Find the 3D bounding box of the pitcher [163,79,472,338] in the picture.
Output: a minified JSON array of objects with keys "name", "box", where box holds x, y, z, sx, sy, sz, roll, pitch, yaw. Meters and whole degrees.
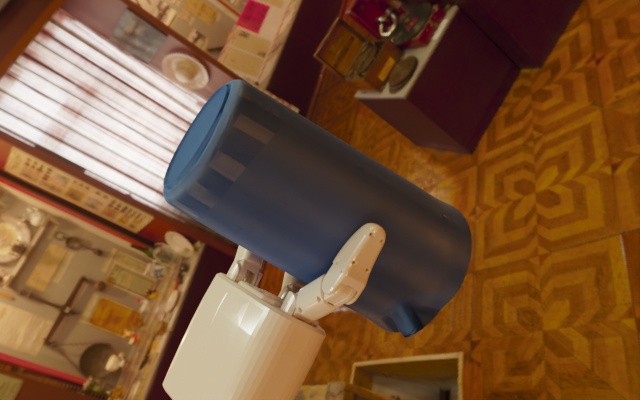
[{"name":"pitcher","box":[0.000,0.002,0.412,0.243,0.145,0.149,32,-9,-26]}]
